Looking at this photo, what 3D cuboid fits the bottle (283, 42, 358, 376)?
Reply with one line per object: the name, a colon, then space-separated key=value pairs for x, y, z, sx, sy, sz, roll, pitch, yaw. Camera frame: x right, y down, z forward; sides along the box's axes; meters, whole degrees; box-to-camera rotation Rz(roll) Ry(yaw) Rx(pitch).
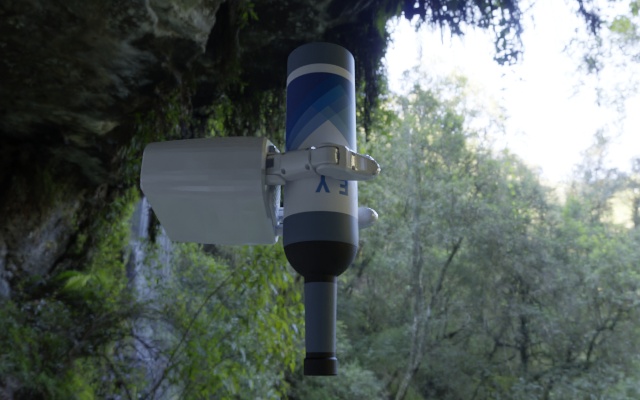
bottle: x=0.000 y=0.001 z=0.431 sx=0.069 sy=0.295 sz=0.069 roll=0 pitch=-18 yaw=0
